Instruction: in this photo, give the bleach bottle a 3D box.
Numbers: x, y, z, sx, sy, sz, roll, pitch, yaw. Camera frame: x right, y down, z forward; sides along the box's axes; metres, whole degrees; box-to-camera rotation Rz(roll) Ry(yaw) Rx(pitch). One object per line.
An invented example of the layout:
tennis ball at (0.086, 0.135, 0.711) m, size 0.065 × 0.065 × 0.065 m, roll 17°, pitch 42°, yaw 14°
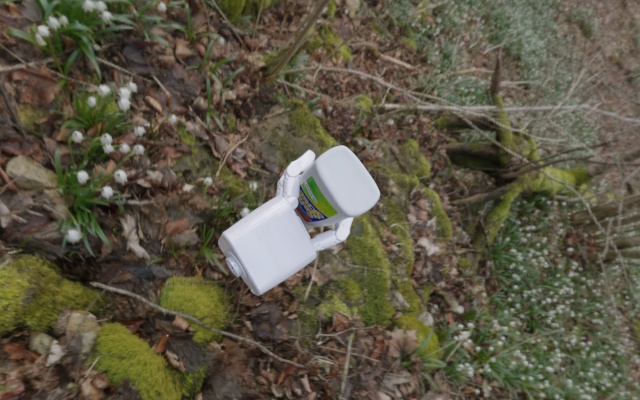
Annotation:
bleach bottle at (0.000, 0.002, 0.759) m, size 0.068 × 0.102 × 0.251 m, roll -33°, pitch -3°, yaw -23°
